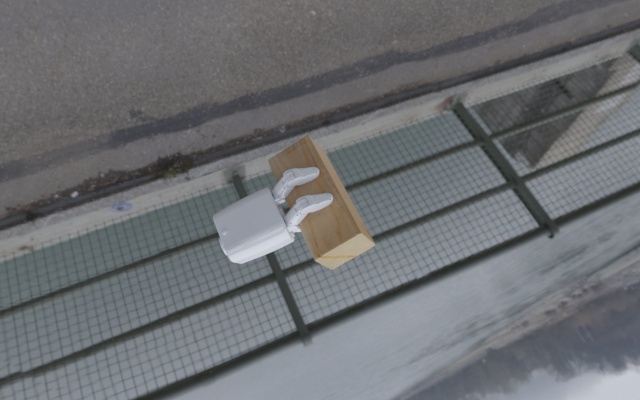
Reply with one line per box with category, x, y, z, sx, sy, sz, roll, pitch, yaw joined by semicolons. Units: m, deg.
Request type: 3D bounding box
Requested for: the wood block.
wood block;0.000;0.003;0.826;0.090;0.206;0.091;-31;-26;9
